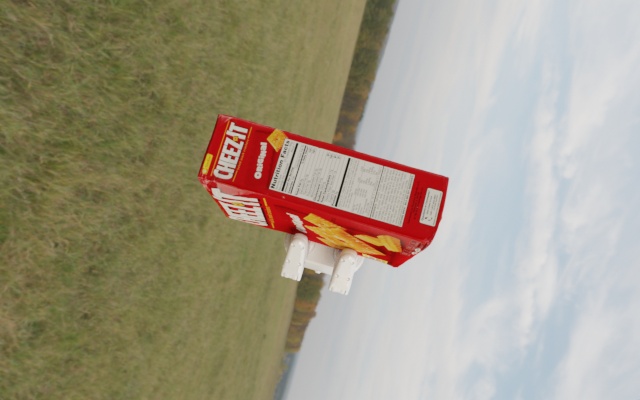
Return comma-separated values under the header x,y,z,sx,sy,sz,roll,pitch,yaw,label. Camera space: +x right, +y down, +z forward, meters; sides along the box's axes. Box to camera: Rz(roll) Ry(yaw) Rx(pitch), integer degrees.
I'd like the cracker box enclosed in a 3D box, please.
x,y,z,sx,sy,sz,roll,pitch,yaw,label
0.000,0.001,0.486,0.213,0.072,0.164,16,-15,2,cracker box
